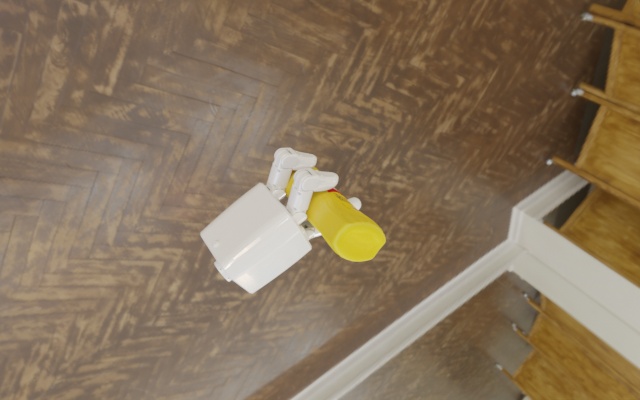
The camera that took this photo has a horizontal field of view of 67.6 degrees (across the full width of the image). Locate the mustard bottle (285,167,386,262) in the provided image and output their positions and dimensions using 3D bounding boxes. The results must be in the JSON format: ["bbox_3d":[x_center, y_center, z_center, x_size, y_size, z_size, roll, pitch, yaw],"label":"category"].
[{"bbox_3d":[0.000,0.002,0.648,0.096,0.058,0.191,23,17,-47],"label":"mustard bottle"}]
